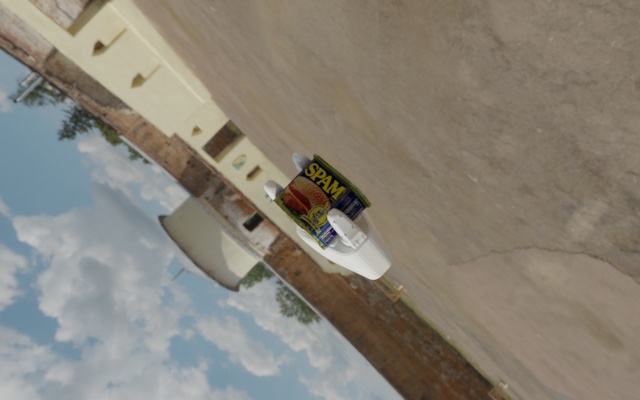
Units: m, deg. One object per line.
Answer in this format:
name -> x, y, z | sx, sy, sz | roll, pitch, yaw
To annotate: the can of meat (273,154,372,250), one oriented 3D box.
can of meat -> 0.000, 0.002, 0.616 | 0.102, 0.084, 0.057 | 42, -3, 37
